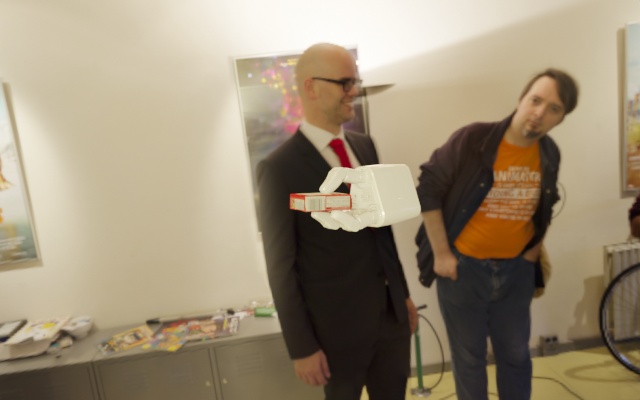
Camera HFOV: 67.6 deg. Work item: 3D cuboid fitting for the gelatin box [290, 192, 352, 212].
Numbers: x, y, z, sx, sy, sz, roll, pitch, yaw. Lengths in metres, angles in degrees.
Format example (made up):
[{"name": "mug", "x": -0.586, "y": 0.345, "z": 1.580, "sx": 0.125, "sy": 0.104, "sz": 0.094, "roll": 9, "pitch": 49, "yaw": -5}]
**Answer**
[{"name": "gelatin box", "x": 0.000, "y": 0.002, "z": 0.834, "sx": 0.089, "sy": 0.030, "sz": 0.073, "roll": -2, "pitch": 4, "yaw": -24}]
